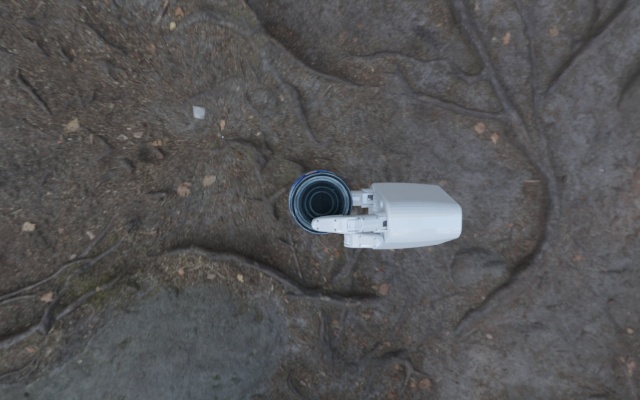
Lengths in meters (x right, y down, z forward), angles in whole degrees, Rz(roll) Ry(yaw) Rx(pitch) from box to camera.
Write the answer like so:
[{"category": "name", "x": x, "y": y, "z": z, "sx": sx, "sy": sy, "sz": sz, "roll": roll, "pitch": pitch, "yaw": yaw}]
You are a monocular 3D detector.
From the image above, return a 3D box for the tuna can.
[{"category": "tuna can", "x": 0.000, "y": 0.002, "z": 0.646, "sx": 0.086, "sy": 0.086, "sz": 0.033, "roll": 0, "pitch": 8, "yaw": -6}]
